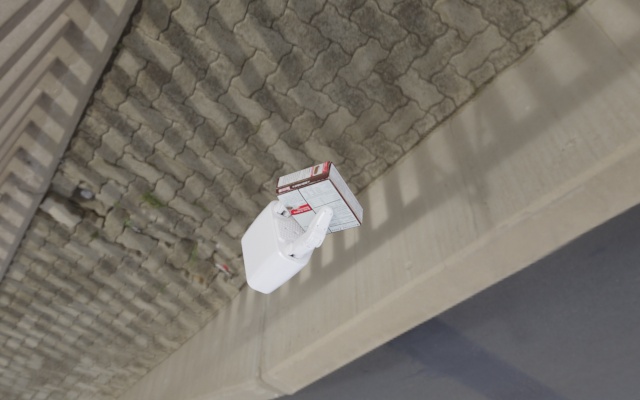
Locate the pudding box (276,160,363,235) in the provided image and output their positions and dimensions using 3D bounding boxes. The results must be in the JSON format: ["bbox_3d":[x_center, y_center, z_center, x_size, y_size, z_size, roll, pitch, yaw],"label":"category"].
[{"bbox_3d":[0.000,0.002,0.699,0.090,0.039,0.114,-17,-46,22],"label":"pudding box"}]
